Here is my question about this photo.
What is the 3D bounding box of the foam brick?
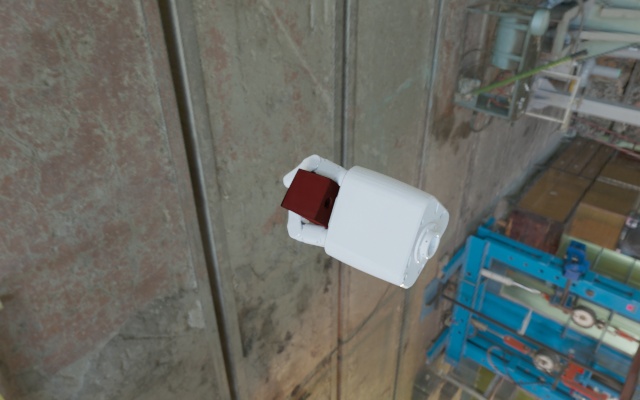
[{"bbox_3d":[0.000,0.002,0.585,0.051,0.053,0.078,21,-5,33],"label":"foam brick"}]
